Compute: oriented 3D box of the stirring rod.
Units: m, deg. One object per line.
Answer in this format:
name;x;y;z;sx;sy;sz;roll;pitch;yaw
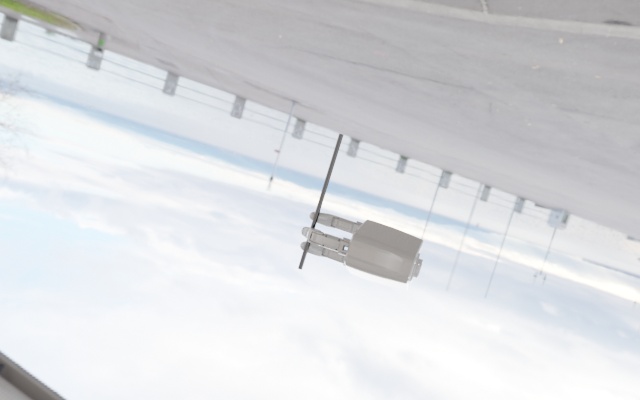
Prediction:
stirring rod;0.000;0.003;0.814;0.011;0.239;0.011;17;3;-1
